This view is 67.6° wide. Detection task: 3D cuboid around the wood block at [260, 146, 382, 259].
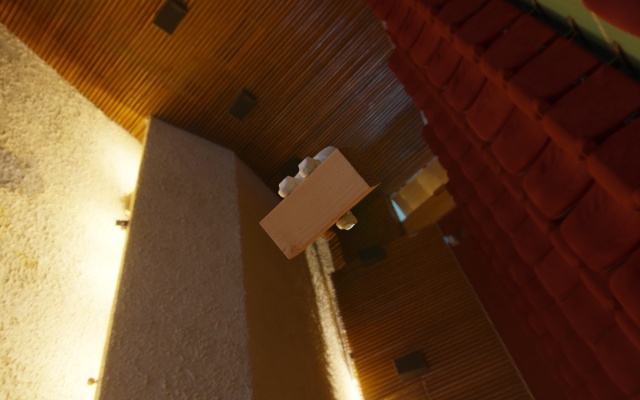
[{"bbox_3d":[0.000,0.003,0.878,0.206,0.091,0.090,-43,-7,21],"label":"wood block"}]
